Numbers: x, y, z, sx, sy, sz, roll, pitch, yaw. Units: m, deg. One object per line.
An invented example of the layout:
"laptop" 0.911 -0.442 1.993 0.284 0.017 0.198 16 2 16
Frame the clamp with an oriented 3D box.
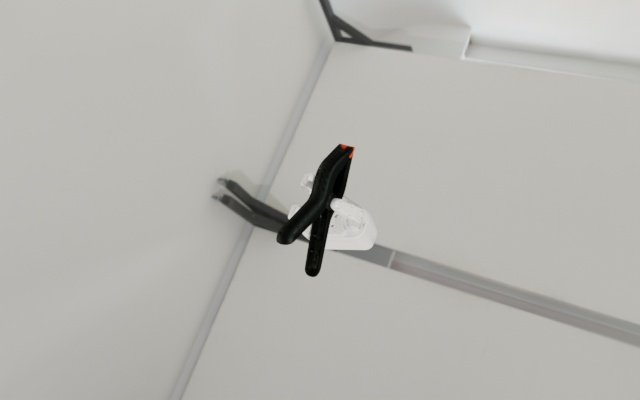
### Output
"clamp" 0.001 0.002 0.715 0.036 0.210 0.165 16 -13 20
